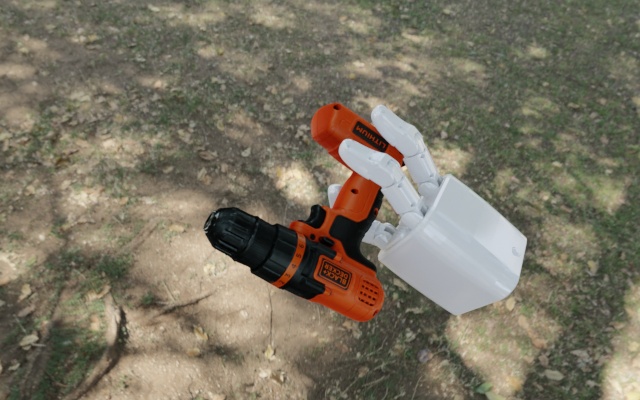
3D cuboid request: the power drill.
[{"bbox_3d":[0.000,0.001,0.462,0.184,0.187,0.057,31,-25,-23],"label":"power drill"}]
